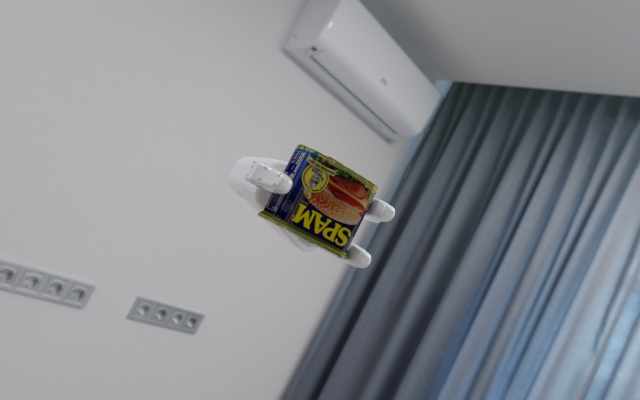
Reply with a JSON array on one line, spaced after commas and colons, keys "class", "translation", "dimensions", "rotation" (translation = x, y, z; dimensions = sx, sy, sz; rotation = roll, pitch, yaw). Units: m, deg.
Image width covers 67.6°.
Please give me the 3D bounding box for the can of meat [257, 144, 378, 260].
[{"class": "can of meat", "translation": [0.000, 0.001, 0.494], "dimensions": [0.102, 0.084, 0.057], "rotation": [30, -5, -28]}]
